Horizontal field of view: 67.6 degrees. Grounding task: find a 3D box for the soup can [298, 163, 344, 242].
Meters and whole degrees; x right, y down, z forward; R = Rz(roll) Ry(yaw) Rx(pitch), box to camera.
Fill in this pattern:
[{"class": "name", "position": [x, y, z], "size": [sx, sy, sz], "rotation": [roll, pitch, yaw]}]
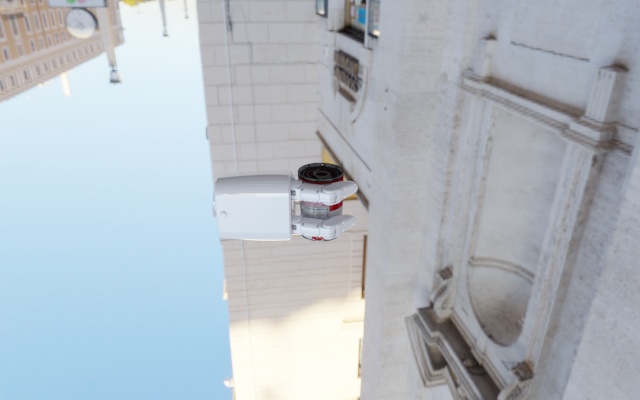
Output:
[{"class": "soup can", "position": [0.001, 0.003, 0.718], "size": [0.068, 0.102, 0.068], "rotation": [0, 25, 0]}]
